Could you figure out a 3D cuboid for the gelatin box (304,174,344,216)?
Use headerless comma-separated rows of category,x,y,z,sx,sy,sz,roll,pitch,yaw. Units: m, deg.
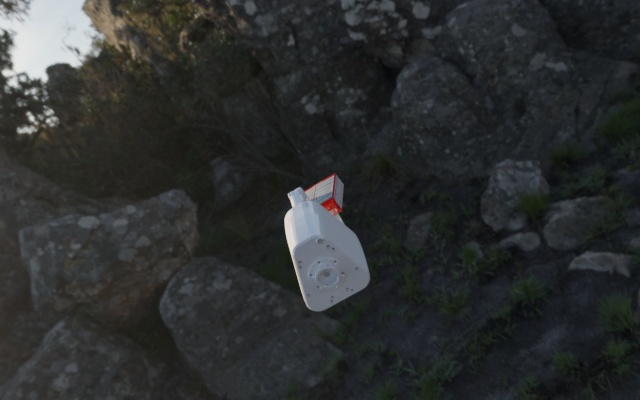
gelatin box,0.000,0.002,0.773,0.073,0.030,0.089,-30,24,19
